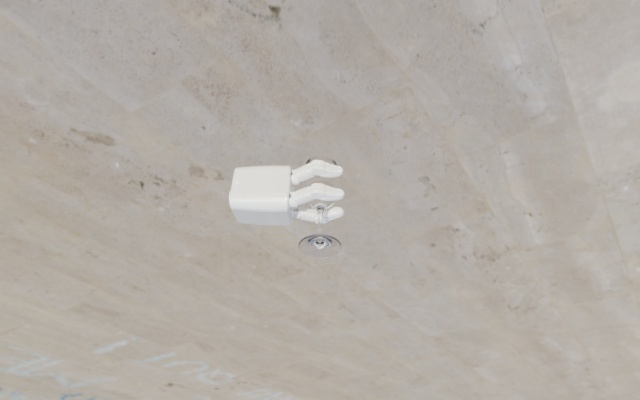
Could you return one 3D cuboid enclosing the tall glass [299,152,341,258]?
[{"bbox_3d":[0.000,0.003,0.888,0.079,0.200,0.079,1,-39,1],"label":"tall glass"}]
